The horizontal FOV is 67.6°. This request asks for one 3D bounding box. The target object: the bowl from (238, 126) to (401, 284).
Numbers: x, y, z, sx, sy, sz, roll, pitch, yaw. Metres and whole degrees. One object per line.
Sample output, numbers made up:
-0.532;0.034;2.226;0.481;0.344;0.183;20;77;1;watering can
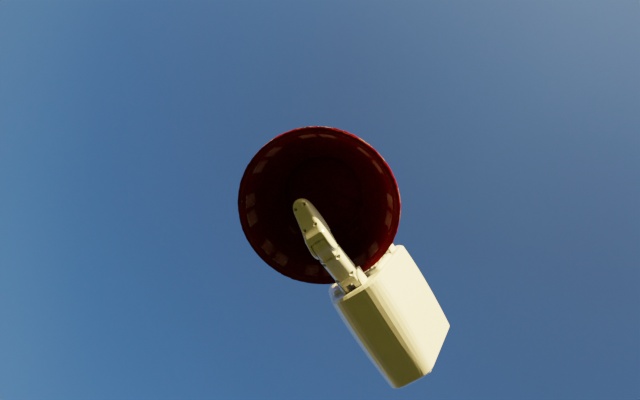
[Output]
0.000;0.000;0.492;0.162;0.162;0.055;0;16;7;bowl
